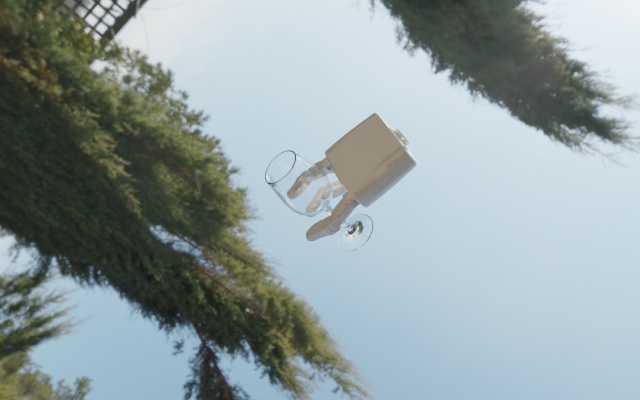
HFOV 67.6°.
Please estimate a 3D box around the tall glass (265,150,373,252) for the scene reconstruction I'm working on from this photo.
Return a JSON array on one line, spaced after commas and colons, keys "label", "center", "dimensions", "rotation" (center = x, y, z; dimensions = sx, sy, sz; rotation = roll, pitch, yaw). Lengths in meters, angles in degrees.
[{"label": "tall glass", "center": [0.000, 0.003, 0.768], "dimensions": [0.079, 0.079, 0.201], "rotation": [0, -32, 46]}]
